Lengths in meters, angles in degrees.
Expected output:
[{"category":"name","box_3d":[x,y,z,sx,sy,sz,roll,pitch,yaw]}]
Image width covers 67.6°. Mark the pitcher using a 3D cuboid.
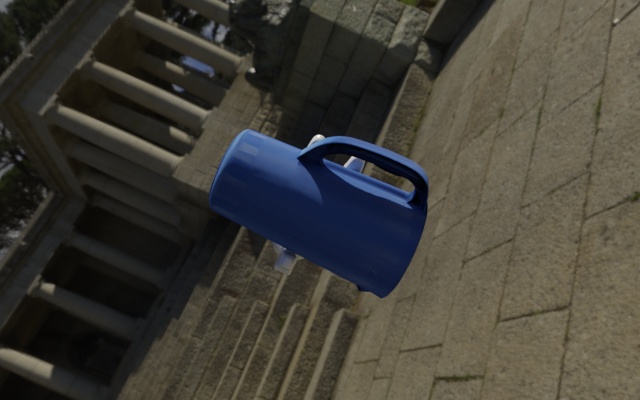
[{"category":"pitcher","box_3d":[0.000,0.002,0.574,0.243,0.149,0.145,25,-12,-3]}]
